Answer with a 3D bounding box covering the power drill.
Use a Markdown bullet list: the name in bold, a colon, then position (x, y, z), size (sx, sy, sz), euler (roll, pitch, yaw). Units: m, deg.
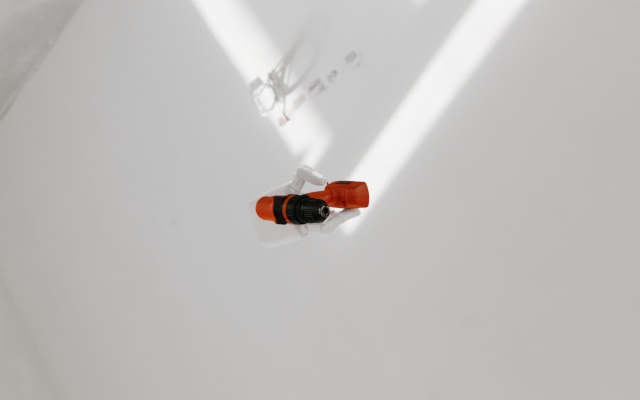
- **power drill**: position (0.000, 0.003, 0.871), size (0.187, 0.057, 0.184), euler (-11, 10, -40)
